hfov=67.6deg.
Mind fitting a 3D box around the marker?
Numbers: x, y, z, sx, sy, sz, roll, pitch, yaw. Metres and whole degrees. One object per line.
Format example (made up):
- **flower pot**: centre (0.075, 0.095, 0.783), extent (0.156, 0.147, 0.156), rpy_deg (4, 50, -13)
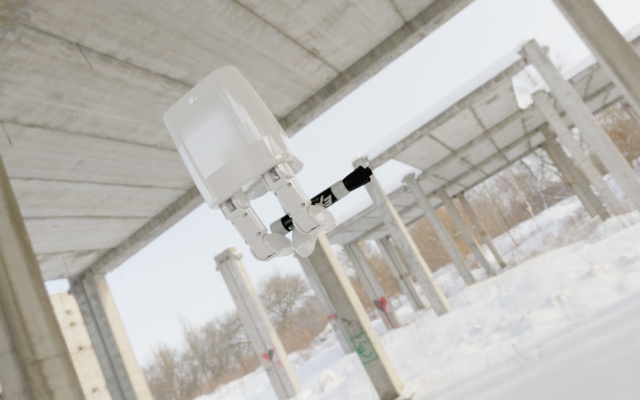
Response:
- **marker**: centre (0.000, 0.002, 0.480), extent (0.121, 0.020, 0.020), rpy_deg (-33, -12, 20)
